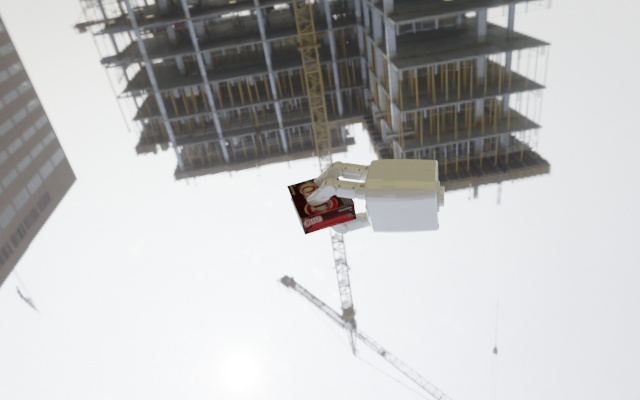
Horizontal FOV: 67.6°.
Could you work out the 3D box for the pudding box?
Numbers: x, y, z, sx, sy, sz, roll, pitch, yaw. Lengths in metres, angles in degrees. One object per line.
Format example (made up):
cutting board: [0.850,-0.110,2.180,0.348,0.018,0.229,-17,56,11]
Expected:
pudding box: [0.000,0.003,0.799,0.090,0.039,0.113,-16,31,-8]
